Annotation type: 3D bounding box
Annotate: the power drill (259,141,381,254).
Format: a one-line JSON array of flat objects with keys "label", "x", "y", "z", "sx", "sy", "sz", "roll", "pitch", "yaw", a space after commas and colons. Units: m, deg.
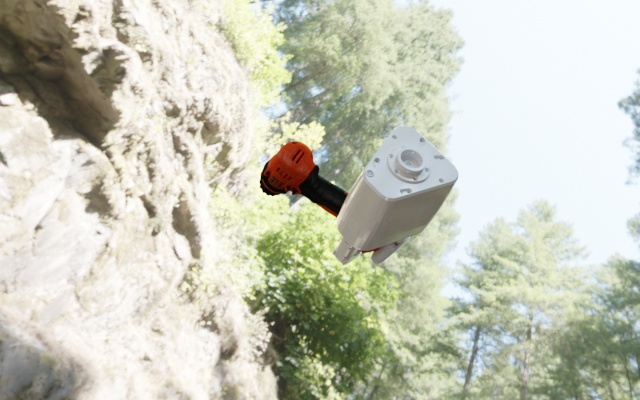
[{"label": "power drill", "x": 0.001, "y": 0.002, "z": 0.670, "sx": 0.187, "sy": 0.057, "sz": 0.184, "roll": 35, "pitch": -16, "yaw": -8}]
